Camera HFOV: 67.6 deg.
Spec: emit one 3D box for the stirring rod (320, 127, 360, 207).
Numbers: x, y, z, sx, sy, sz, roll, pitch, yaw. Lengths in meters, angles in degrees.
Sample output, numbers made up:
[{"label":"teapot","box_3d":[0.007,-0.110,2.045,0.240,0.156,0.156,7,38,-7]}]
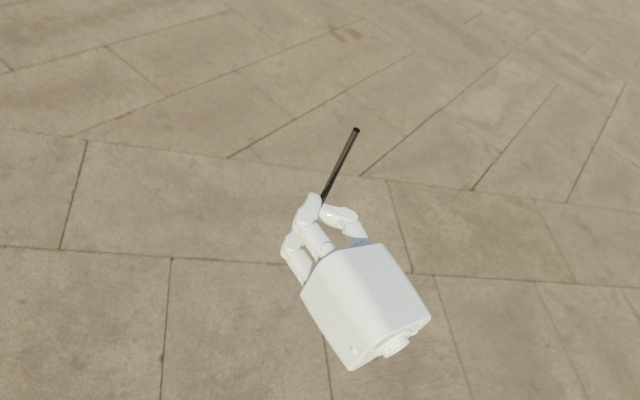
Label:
[{"label":"stirring rod","box_3d":[0.000,0.002,0.586,0.011,0.011,0.240,0,-39,-24]}]
